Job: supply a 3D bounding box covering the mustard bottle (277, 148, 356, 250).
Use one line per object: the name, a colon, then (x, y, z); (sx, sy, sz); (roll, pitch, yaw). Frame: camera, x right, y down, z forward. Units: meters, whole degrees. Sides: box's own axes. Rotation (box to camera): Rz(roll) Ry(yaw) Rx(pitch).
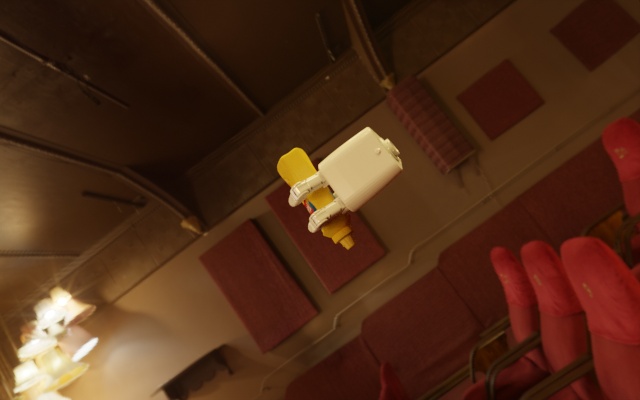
mustard bottle: (0.000, 0.003, 0.834); (0.058, 0.191, 0.096); (-34, -11, -9)
